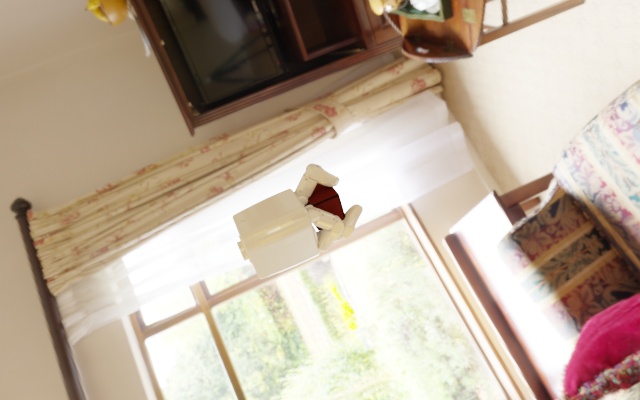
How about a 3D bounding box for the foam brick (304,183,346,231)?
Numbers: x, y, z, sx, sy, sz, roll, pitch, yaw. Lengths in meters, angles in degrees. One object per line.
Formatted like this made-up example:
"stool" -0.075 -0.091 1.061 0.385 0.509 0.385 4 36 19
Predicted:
"foam brick" 0.000 0.003 0.796 0.051 0.053 0.078 -24 33 -9
